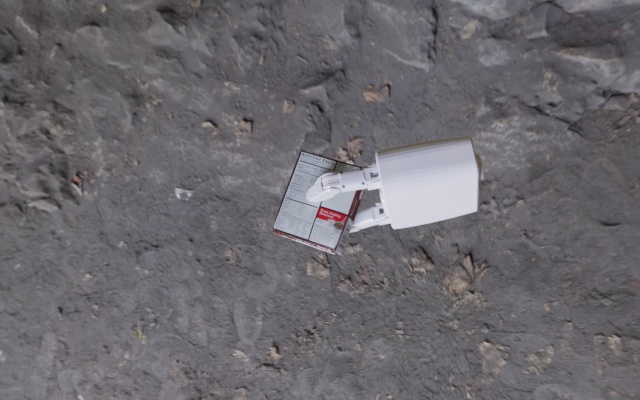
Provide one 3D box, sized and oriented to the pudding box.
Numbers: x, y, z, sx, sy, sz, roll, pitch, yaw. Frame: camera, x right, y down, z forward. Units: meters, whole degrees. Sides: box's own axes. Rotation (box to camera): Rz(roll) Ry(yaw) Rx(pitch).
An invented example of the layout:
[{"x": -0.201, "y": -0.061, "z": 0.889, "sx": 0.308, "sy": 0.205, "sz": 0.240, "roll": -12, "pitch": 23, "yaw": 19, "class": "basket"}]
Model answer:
[{"x": 0.000, "y": 0.002, "z": 0.601, "sx": 0.090, "sy": 0.113, "sz": 0.039, "roll": 17, "pitch": -11, "yaw": 17, "class": "pudding box"}]
